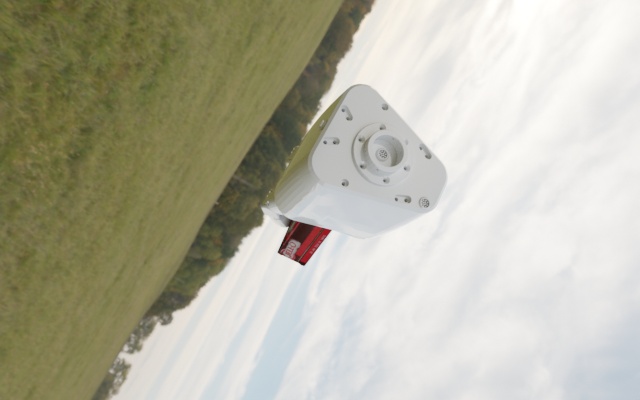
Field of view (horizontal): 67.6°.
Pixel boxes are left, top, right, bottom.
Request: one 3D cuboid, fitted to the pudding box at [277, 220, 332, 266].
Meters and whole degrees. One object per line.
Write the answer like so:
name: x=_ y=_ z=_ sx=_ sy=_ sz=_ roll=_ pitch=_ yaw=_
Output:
pudding box: x=0.000 y=0.002 z=0.513 sx=0.039 sy=0.113 sz=0.090 roll=31 pitch=-48 yaw=-6
